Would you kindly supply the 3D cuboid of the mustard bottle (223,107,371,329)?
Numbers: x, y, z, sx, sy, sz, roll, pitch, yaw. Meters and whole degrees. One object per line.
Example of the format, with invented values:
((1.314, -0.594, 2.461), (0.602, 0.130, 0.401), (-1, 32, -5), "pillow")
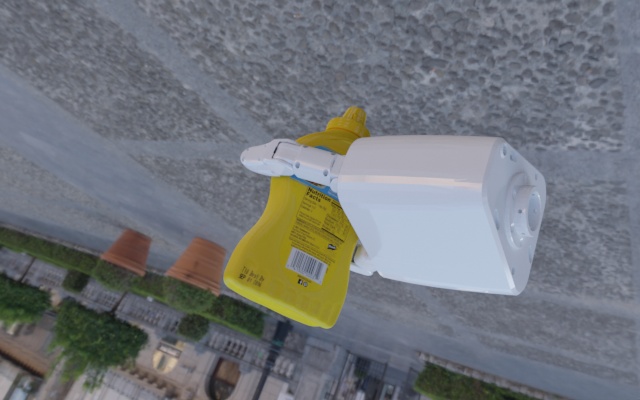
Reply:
((0.000, 0.002, 0.404), (0.096, 0.191, 0.058), (30, -21, -19), "mustard bottle")
